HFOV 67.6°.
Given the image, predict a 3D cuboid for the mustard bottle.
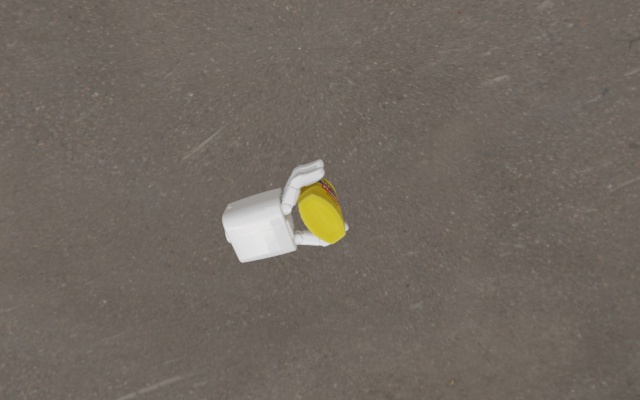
[{"bbox_3d":[0.000,0.003,0.865,0.058,0.096,0.191,-38,15,10],"label":"mustard bottle"}]
